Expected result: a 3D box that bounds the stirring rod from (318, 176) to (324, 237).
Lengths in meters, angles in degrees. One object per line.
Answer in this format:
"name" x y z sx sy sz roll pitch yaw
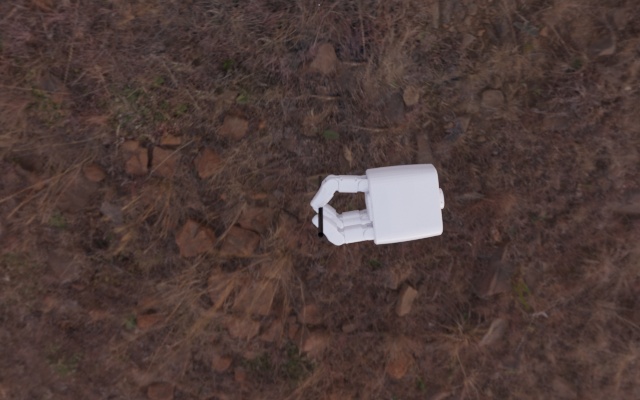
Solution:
"stirring rod" 0.000 0.002 0.781 0.011 0.011 0.239 0 22 0
